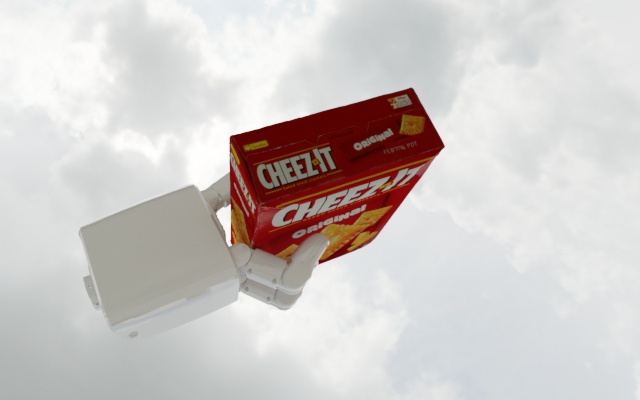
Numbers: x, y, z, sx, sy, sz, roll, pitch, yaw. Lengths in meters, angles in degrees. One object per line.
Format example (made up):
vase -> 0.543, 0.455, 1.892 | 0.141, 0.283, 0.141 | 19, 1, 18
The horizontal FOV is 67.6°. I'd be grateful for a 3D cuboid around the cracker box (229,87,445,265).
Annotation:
cracker box -> 0.000, 0.001, 0.458 | 0.164, 0.072, 0.214 | -19, -20, -19
